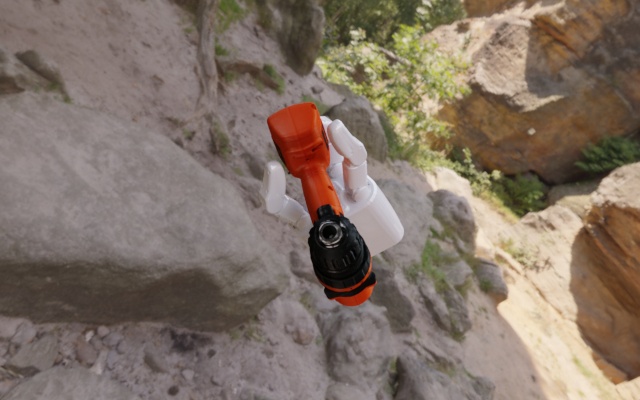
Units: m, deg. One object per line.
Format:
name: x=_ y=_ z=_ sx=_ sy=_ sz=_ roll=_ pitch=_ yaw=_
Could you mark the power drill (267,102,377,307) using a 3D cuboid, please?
power drill: x=0.000 y=0.001 z=0.461 sx=0.057 sy=0.187 sz=0.184 roll=-17 pitch=-25 yaw=0
